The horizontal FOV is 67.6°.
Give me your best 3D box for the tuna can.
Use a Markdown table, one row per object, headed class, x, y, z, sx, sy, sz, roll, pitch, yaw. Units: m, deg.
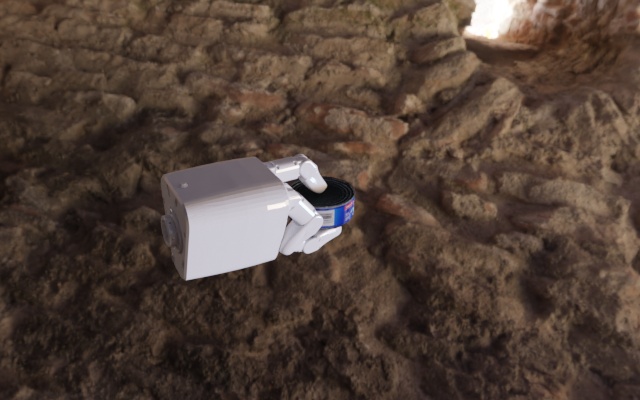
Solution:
| class | x | y | z | sx | sy | sz | roll | pitch | yaw |
| --- | --- | --- | --- | --- | --- | --- | --- | --- | --- |
| tuna can | 0.000 | 0.002 | 0.602 | 0.086 | 0.034 | 0.086 | 1 | 28 | 0 |
